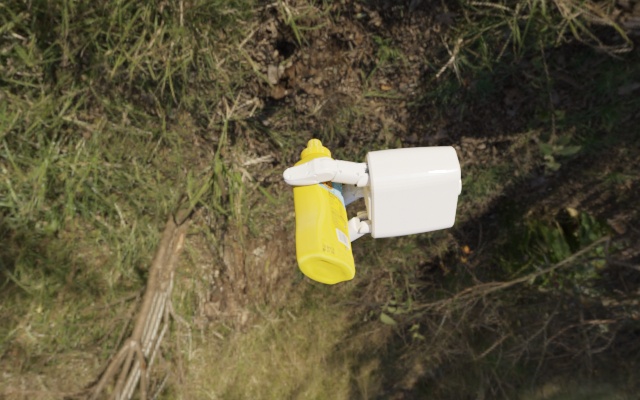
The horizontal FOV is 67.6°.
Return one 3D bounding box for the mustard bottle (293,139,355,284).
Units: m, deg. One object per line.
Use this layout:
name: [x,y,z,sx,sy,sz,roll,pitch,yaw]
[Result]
mustard bottle: [0.000,0.002,0.606,0.058,0.191,0.096,-19,-33,22]
